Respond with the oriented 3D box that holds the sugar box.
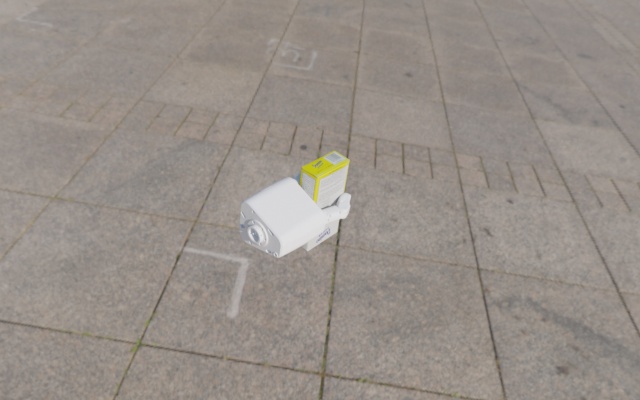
[{"bbox_3d":[0.000,0.003,0.894,0.048,0.176,0.093,35,44,27],"label":"sugar box"}]
